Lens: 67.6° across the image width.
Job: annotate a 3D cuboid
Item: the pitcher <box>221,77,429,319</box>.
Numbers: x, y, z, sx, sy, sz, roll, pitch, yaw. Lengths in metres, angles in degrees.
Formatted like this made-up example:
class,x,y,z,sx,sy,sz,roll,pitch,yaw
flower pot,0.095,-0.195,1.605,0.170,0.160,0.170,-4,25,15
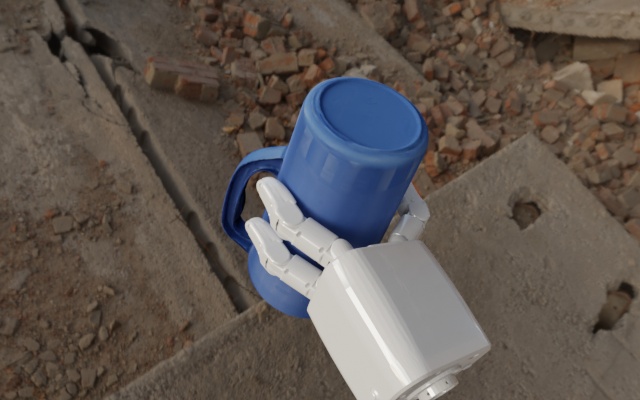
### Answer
class,x,y,z,sx,sy,sz,roll,pitch,yaw
pitcher,0.000,0.002,0.471,0.149,0.145,0.243,-13,-34,-28
